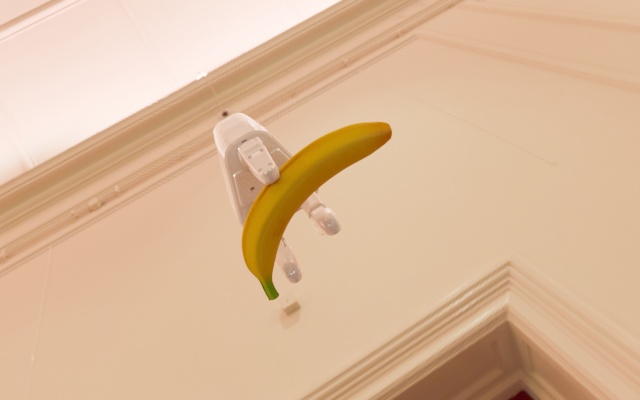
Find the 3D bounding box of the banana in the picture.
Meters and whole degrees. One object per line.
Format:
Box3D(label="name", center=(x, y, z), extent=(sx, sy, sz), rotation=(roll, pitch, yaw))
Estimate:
Box3D(label="banana", center=(-0.016, -0.005, 0.439), extent=(0.070, 0.198, 0.037), rotation=(34, 6, -26))
